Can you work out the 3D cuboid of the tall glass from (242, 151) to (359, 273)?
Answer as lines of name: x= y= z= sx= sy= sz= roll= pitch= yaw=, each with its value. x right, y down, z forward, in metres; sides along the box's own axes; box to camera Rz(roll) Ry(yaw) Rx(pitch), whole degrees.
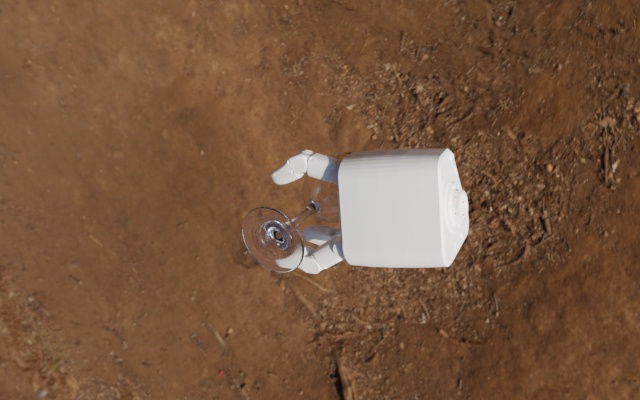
tall glass: x=0.000 y=0.002 z=0.556 sx=0.079 sy=0.079 sz=0.201 roll=0 pitch=23 yaw=32
